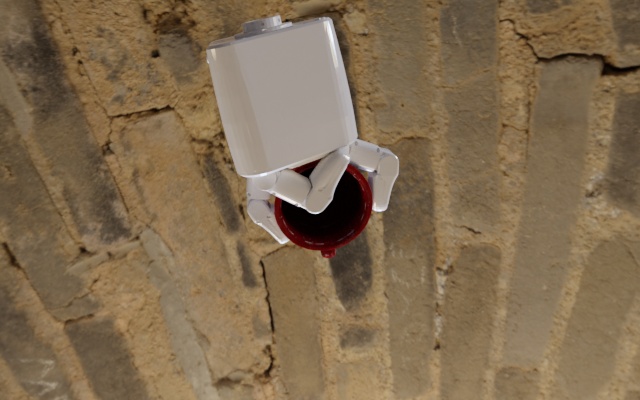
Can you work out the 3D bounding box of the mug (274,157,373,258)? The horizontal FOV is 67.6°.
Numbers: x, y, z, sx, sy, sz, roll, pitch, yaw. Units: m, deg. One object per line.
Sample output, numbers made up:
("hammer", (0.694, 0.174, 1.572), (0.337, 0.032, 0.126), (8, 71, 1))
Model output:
("mug", (0.000, 0.003, 0.485), (0.093, 0.117, 0.081), (-12, 24, -3))
